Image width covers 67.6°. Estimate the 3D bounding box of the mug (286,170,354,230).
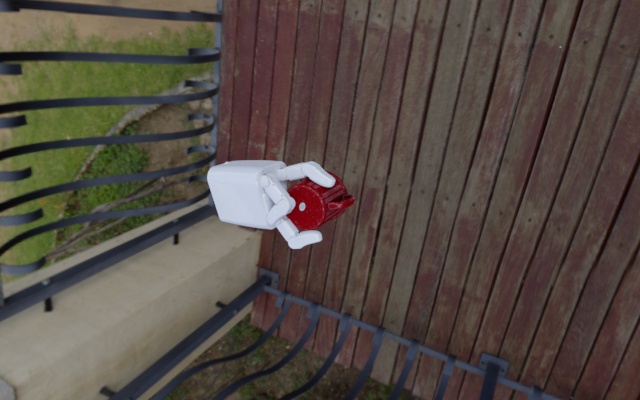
[{"bbox_3d":[0.001,0.003,0.815,0.117,0.093,0.081,4,18,27],"label":"mug"}]
